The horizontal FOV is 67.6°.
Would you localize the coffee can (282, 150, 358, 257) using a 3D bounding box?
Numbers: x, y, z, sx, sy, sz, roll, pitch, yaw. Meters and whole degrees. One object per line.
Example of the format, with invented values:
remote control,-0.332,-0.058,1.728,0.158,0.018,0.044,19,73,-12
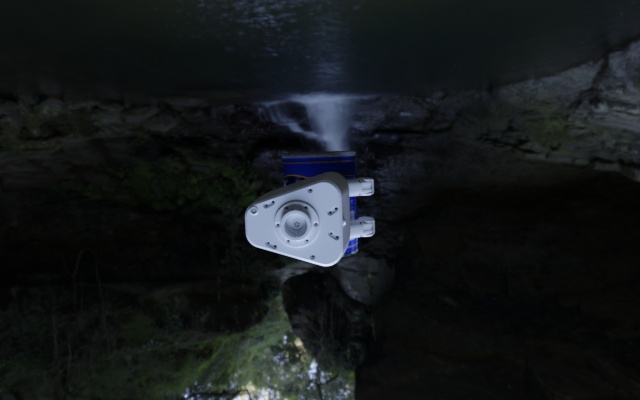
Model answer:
coffee can,0.000,0.002,0.667,0.103,0.140,0.103,-2,6,0
